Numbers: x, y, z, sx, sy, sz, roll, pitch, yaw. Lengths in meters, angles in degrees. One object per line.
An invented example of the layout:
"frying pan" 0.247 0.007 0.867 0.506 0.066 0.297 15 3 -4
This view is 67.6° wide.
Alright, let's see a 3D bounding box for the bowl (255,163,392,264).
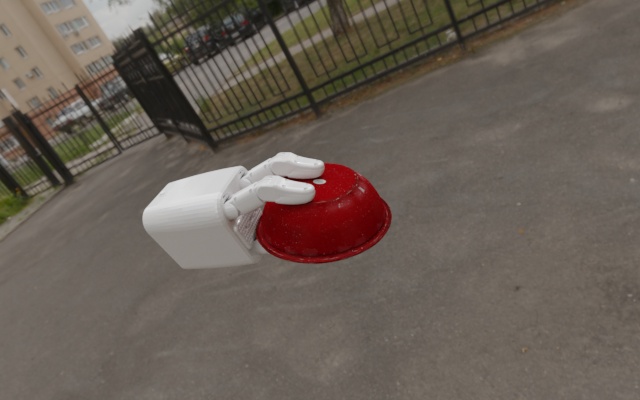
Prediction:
"bowl" 0.001 0.001 0.551 0.162 0.055 0.162 -6 31 4
